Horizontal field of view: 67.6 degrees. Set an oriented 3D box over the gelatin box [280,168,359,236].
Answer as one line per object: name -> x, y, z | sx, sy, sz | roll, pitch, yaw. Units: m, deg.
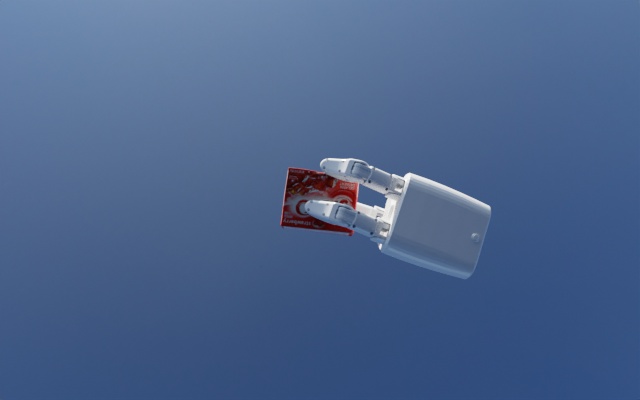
gelatin box -> 0.000, 0.002, 0.584 | 0.089, 0.073, 0.030 | 7, -10, 2
